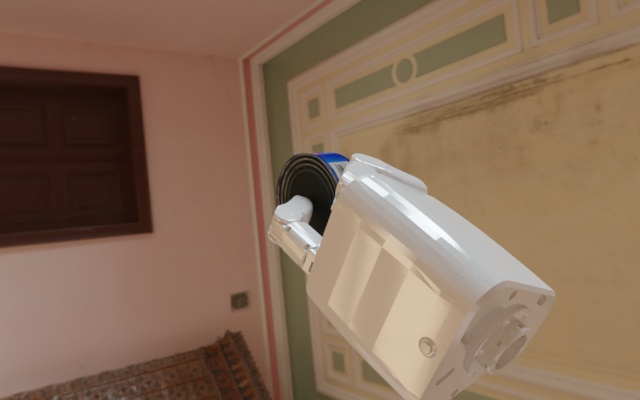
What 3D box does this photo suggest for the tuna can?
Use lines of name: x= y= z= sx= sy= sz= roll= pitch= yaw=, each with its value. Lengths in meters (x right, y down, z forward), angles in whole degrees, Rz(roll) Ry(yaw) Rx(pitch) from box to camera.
tuna can: x=0.000 y=0.001 z=0.409 sx=0.034 sy=0.086 sz=0.086 roll=-9 pitch=5 yaw=-40
